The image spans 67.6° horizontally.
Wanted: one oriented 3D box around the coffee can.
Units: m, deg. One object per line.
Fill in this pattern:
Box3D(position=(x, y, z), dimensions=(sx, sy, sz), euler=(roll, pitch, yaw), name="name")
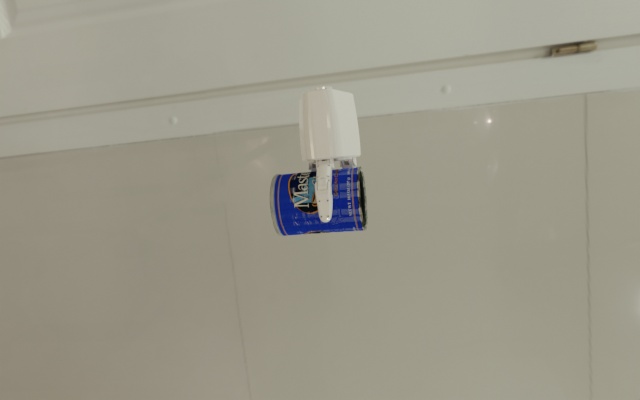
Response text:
Box3D(position=(0.000, 0.003, 0.770), dimensions=(0.140, 0.103, 0.103), euler=(-5, -1, 11), name="coffee can")
